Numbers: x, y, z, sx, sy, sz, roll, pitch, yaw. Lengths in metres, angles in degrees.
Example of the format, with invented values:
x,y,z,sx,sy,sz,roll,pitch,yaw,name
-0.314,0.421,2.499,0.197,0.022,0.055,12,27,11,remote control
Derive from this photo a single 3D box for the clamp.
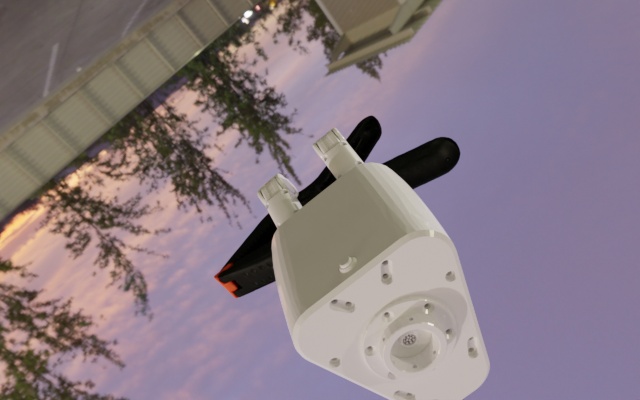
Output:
x,y,z,sx,sy,sz,roll,pitch,yaw,name
0.000,0.002,0.405,0.210,0.036,0.164,-38,20,6,clamp
